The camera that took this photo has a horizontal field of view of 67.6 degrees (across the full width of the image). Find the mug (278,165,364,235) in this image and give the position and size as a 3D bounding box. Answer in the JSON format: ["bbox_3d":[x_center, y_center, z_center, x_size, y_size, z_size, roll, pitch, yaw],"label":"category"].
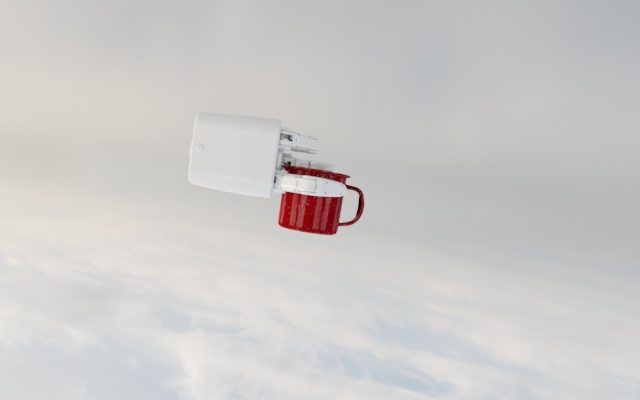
[{"bbox_3d":[0.001,0.003,0.639,0.117,0.081,0.093,9,1,0],"label":"mug"}]
